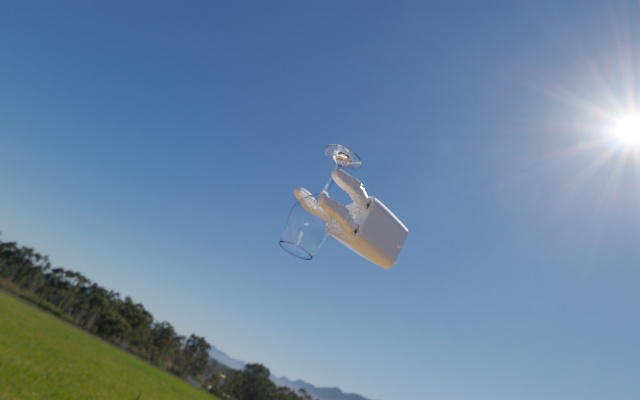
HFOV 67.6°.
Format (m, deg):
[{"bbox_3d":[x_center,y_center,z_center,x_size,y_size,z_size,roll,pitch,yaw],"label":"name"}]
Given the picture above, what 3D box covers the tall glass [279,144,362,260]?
[{"bbox_3d":[0.000,0.002,0.837,0.079,0.201,0.079,23,-23,10],"label":"tall glass"}]
